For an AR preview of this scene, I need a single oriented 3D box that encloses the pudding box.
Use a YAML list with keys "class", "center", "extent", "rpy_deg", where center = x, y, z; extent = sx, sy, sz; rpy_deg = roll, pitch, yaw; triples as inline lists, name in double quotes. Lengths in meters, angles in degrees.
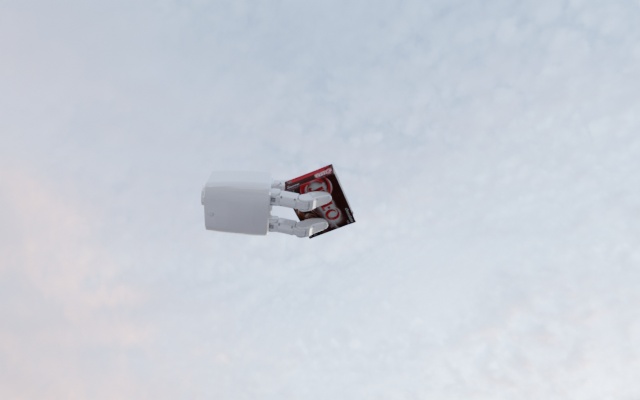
- class: "pudding box"
  center: [0.000, 0.003, 0.824]
  extent: [0.090, 0.114, 0.039]
  rpy_deg: [-20, 35, 10]
